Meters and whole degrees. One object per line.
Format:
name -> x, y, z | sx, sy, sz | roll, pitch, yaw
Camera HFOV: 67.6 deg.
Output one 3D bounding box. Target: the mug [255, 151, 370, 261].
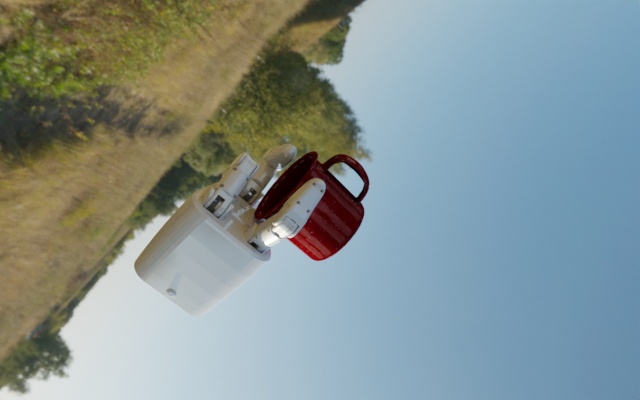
mug -> 0.001, 0.001, 0.498 | 0.117, 0.081, 0.093 | -42, 18, 18
